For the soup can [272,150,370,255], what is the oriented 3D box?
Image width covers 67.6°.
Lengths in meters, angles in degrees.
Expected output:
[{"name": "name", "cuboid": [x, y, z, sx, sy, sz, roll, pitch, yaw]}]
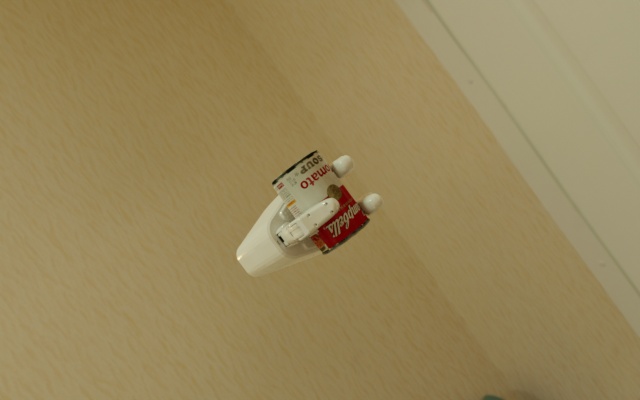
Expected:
[{"name": "soup can", "cuboid": [0.000, 0.001, 0.549, 0.068, 0.102, 0.068, -36, 1, 1]}]
